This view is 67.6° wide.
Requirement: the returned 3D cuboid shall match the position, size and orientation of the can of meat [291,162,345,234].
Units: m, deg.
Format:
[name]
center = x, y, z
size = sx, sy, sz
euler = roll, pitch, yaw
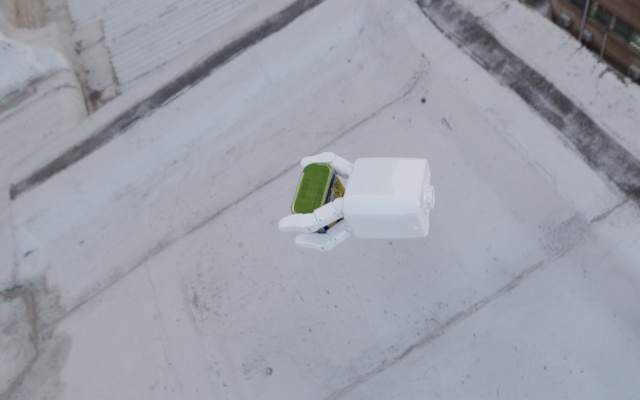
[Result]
[can of meat]
center = 0.000, 0.002, 0.744
size = 0.057, 0.102, 0.084
euler = 4, -26, 23
